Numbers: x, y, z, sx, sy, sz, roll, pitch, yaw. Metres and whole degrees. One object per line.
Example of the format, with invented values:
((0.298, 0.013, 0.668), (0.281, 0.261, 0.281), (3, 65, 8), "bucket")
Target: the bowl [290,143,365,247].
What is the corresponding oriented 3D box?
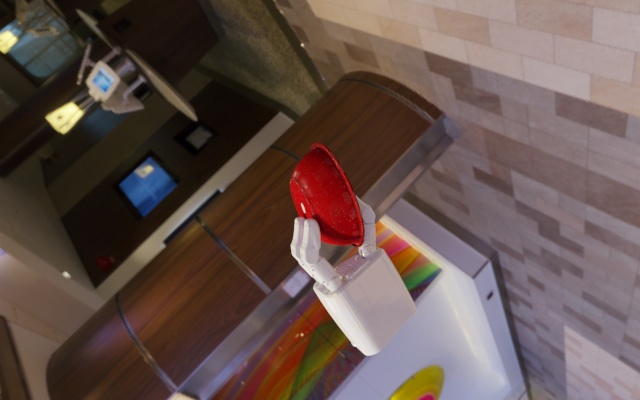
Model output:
((-0.001, 0.001, 0.678), (0.055, 0.162, 0.162), (-23, 6, -14), "bowl")
